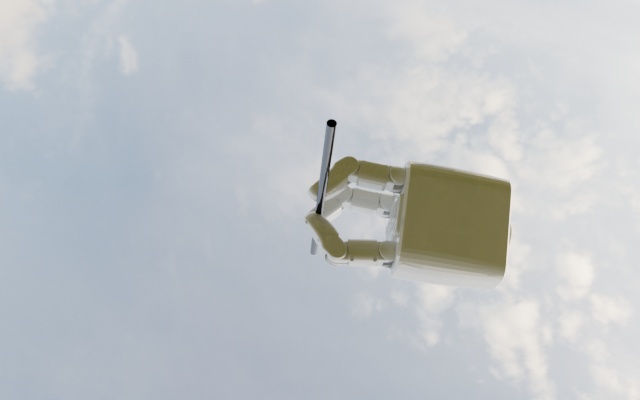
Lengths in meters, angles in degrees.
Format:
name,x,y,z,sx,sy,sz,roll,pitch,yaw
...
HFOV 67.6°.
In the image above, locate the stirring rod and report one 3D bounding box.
name,x,y,z,sx,sy,sz,roll,pitch,yaw
stirring rod,0.000,0.002,0.462,0.011,0.011,0.240,0,-30,-5
